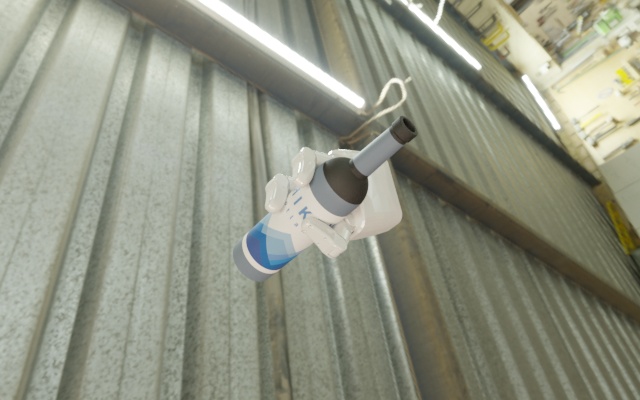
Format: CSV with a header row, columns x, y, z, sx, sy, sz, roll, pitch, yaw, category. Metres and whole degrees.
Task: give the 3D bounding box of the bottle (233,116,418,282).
x,y,z,sx,sy,sz,roll,pitch,yaw,category
0.000,0.002,0.583,0.069,0.069,0.296,0,-34,-50,bottle
